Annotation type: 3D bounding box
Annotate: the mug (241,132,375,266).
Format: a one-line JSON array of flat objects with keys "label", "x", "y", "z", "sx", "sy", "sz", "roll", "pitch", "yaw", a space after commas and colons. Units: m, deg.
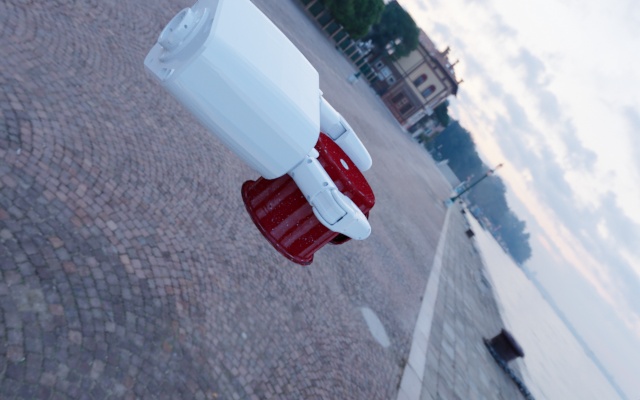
[{"label": "mug", "x": 0.001, "y": 0.002, "z": 0.421, "sx": 0.081, "sy": 0.093, "sz": 0.117, "roll": -39, "pitch": -51, "yaw": 15}]
